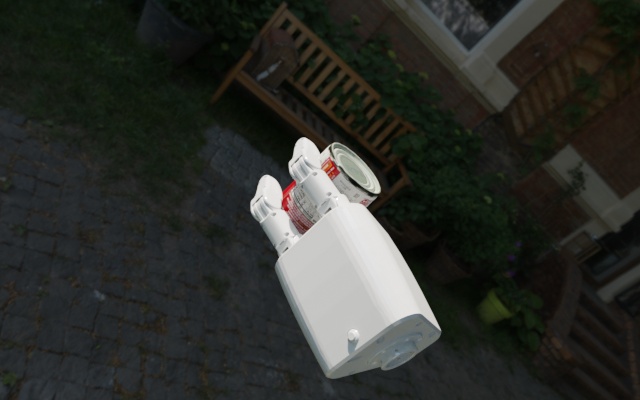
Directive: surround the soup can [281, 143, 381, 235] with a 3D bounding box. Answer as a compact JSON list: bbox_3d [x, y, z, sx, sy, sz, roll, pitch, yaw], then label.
[{"bbox_3d":[0.000,0.001,0.469,0.102,0.068,0.068,-44,-20,22],"label":"soup can"}]
